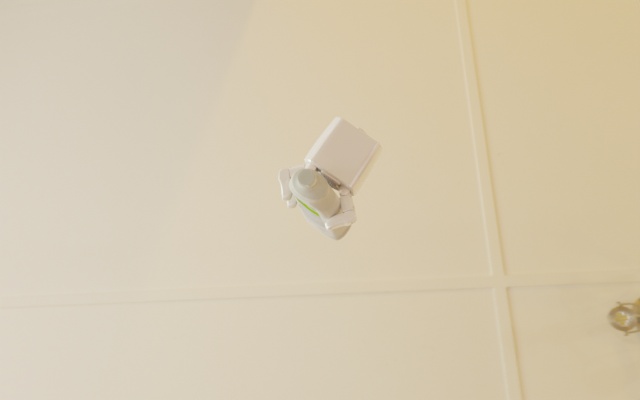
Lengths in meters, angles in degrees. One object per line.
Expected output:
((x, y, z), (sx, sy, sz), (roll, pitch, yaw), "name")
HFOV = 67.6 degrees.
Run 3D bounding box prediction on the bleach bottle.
((0.000, 0.003, 0.893), (0.102, 0.068, 0.251), (32, -10, 16), "bleach bottle")
